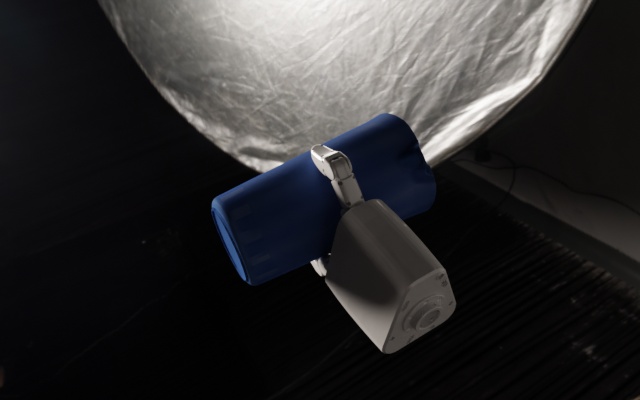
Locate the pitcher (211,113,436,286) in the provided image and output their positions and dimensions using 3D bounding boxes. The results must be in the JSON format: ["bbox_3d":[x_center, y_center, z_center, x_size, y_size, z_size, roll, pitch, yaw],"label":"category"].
[{"bbox_3d":[0.000,0.002,0.572,0.243,0.149,0.145,-25,47,-18],"label":"pitcher"}]
